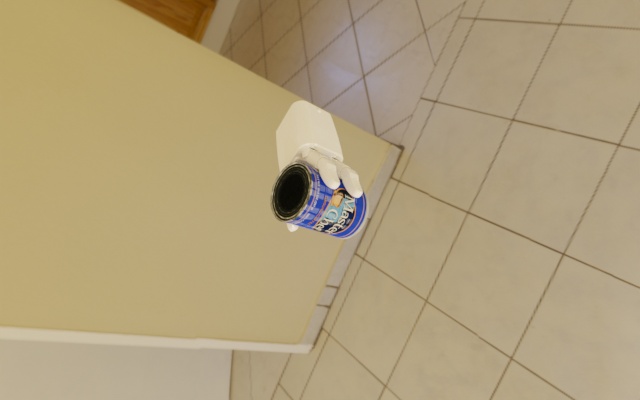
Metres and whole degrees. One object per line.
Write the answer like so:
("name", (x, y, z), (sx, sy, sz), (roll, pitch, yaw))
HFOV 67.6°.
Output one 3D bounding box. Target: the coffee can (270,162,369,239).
("coffee can", (0.000, 0.003, 0.822), (0.140, 0.103, 0.103), (19, -13, -41))
